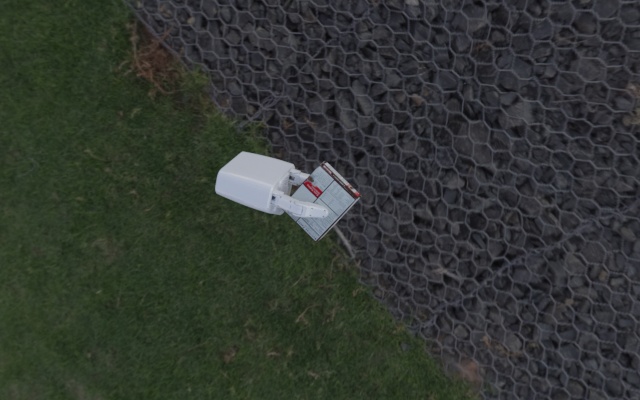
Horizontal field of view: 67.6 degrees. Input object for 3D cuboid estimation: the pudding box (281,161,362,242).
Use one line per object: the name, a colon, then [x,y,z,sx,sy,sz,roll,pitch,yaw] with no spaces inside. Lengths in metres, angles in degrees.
pudding box: [0.000,0.003,0.827,0.113,0.090,0.039,-47,-3,21]
